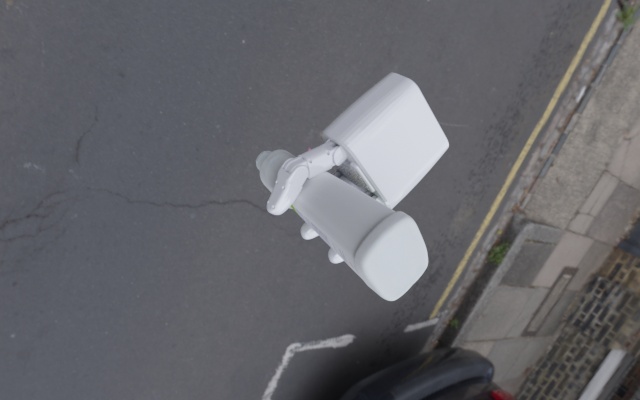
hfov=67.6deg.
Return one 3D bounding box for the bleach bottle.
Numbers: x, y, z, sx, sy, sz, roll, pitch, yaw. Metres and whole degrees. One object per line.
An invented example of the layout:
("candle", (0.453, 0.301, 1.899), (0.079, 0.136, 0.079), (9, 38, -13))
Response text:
("bleach bottle", (0.000, 0.002, 0.520), (0.250, 0.068, 0.103), (38, -12, 42))
